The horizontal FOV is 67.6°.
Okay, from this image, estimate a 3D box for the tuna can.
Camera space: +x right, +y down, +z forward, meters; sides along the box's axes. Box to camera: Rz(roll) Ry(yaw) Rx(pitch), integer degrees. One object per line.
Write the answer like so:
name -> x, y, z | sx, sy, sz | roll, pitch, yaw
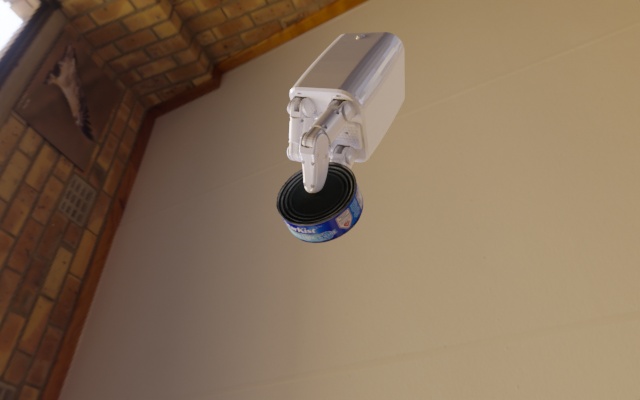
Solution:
tuna can -> 0.000, 0.002, 0.493 | 0.086, 0.086, 0.034 | 0, -41, 26
